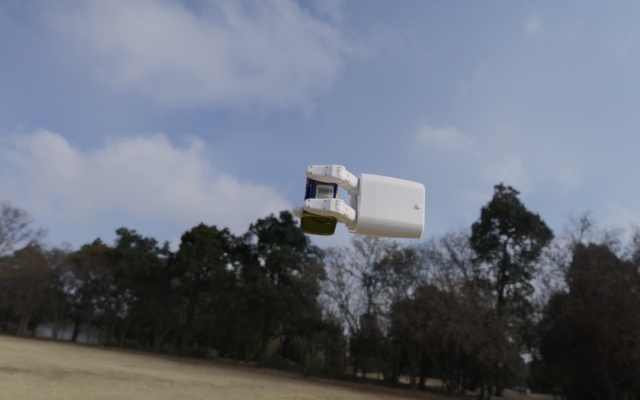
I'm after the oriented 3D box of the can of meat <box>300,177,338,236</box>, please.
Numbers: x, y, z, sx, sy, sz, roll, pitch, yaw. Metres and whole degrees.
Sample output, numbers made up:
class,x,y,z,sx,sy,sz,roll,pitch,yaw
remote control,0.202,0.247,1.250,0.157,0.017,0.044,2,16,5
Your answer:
class,x,y,z,sx,sy,sz,roll,pitch,yaw
can of meat,0.000,0.002,0.771,0.057,0.084,0.102,6,-19,0
